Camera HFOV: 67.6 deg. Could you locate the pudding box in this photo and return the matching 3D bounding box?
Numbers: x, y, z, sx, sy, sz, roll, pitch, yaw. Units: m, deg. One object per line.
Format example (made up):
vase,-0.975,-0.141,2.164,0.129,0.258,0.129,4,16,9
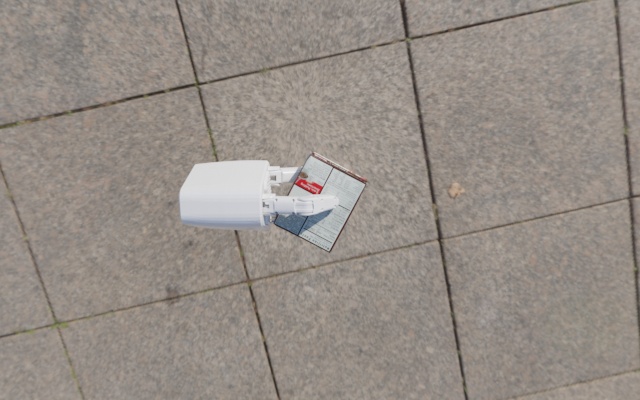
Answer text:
pudding box,0.000,0.002,0.652,0.090,0.113,0.039,28,11,-2
